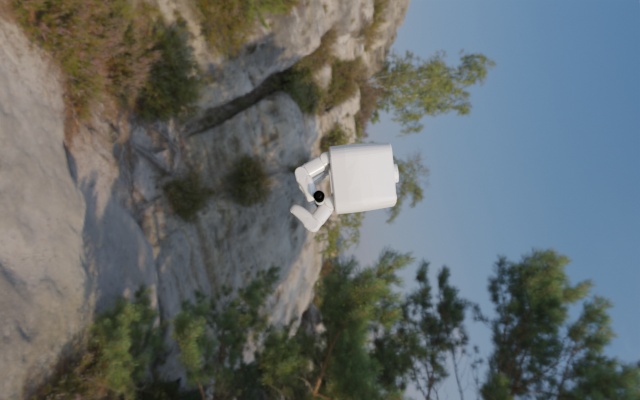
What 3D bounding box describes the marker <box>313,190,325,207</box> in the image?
[{"bbox_3d":[0.000,0.003,0.832,0.020,0.020,0.121,0,-11,3],"label":"marker"}]
